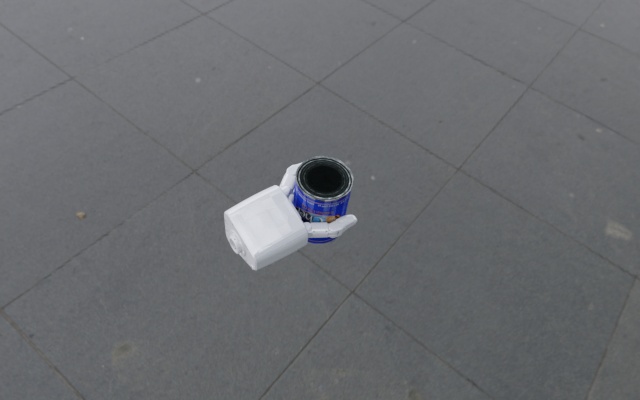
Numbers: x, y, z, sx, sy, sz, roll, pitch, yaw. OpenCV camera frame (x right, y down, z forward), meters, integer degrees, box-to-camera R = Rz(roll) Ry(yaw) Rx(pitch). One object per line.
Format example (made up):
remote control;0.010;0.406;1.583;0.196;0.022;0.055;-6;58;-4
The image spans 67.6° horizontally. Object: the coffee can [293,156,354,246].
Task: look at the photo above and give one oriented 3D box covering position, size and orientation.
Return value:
coffee can;0.000;0.003;0.879;0.103;0.102;0.140;0;-38;-7
